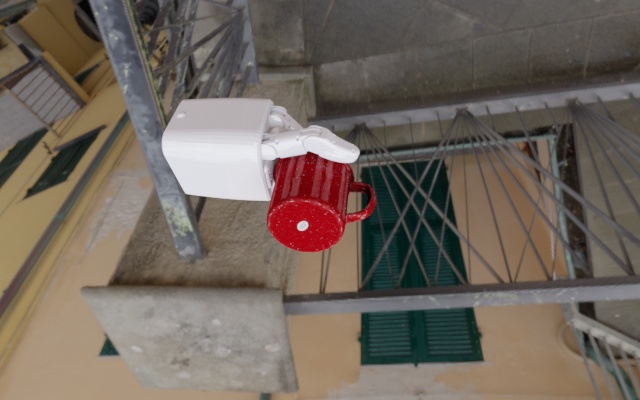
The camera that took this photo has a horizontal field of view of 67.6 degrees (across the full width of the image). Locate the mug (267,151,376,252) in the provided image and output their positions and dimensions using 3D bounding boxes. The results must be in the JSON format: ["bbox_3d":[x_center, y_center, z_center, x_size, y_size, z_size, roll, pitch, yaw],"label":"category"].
[{"bbox_3d":[0.002,0.002,0.512,0.117,0.093,0.081,3,43,5],"label":"mug"}]
